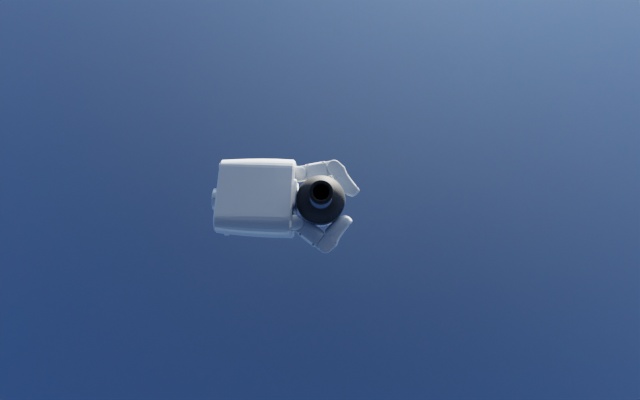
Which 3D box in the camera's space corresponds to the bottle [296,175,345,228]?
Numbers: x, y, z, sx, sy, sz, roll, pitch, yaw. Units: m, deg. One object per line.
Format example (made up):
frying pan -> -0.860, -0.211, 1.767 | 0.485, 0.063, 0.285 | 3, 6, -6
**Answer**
bottle -> 0.000, 0.002, 0.676 | 0.069, 0.069, 0.296 | 0, -5, 0
